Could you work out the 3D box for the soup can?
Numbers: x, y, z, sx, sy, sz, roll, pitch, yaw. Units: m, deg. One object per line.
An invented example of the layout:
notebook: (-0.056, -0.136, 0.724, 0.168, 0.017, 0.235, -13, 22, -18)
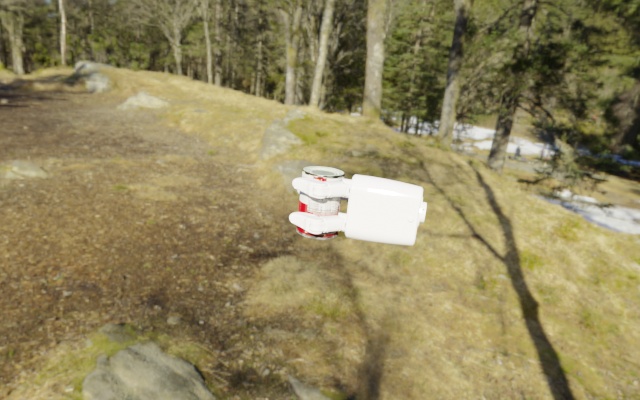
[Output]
soup can: (0.000, 0.002, 0.756, 0.068, 0.102, 0.068, 6, 16, -2)
